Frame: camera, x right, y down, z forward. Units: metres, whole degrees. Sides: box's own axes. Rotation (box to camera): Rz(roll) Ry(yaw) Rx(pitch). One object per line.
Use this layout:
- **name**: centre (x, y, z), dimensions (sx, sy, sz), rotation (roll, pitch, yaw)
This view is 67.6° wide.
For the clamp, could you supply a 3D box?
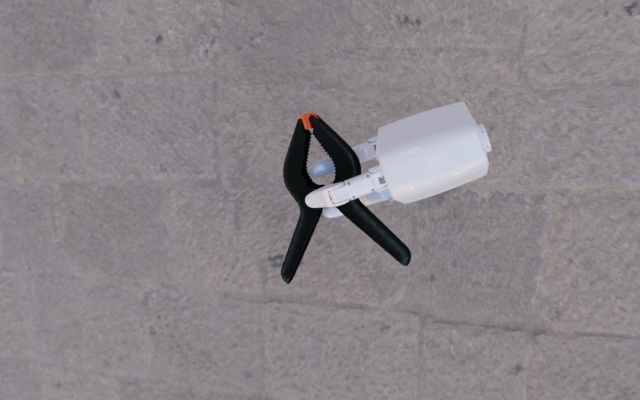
- **clamp**: centre (0.000, 0.001, 0.576), dimensions (0.164, 0.210, 0.036), rotation (-19, 8, 15)
